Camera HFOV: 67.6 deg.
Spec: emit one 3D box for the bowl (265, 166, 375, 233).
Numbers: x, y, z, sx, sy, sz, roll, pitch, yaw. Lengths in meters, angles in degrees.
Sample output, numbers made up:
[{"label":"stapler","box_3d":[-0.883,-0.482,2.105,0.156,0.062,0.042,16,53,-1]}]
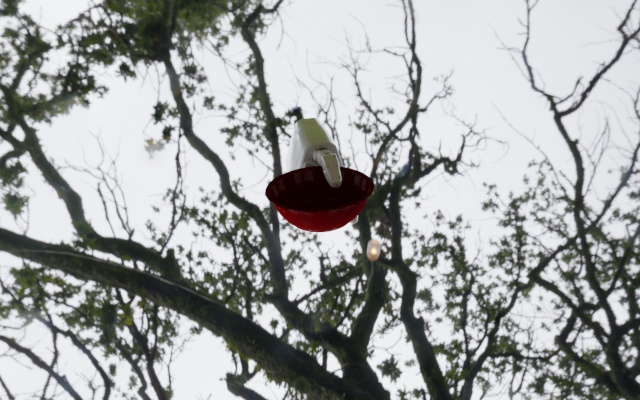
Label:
[{"label":"bowl","box_3d":[0.000,0.003,0.715,0.162,0.055,0.162,-3,26,1]}]
